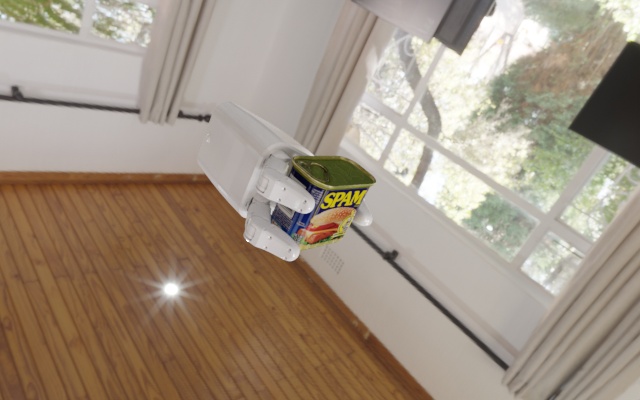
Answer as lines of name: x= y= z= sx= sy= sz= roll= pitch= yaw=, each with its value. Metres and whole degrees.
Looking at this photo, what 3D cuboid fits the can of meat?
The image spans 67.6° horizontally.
can of meat: x=0.000 y=0.002 z=0.515 sx=0.057 sy=0.084 sz=0.102 roll=42 pitch=29 yaw=30
